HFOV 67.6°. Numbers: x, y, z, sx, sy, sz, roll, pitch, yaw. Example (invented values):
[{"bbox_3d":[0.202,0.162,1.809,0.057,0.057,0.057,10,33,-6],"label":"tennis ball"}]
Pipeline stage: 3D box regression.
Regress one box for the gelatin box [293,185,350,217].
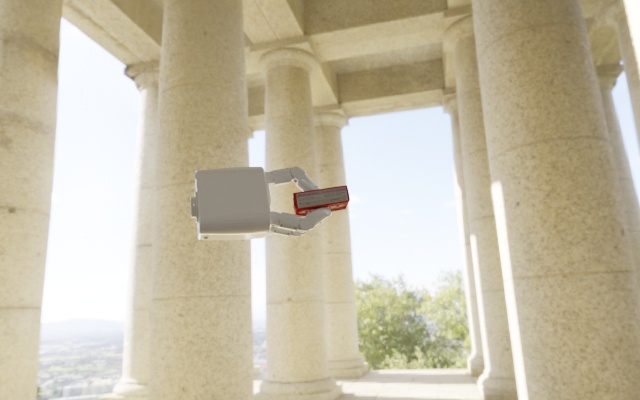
[{"bbox_3d":[0.000,0.002,0.781,0.089,0.030,0.073,-9,-11,-4],"label":"gelatin box"}]
